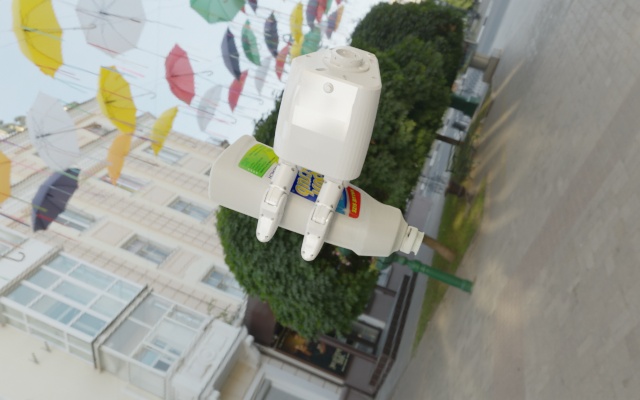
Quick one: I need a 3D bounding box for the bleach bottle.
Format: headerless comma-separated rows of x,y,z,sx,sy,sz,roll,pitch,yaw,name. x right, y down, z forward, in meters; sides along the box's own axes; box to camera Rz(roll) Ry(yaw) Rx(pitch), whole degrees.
0.000,0.002,0.570,0.251,0.068,0.102,20,36,9,bleach bottle
